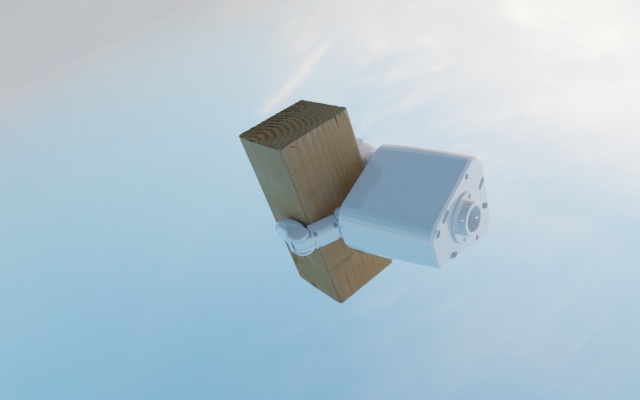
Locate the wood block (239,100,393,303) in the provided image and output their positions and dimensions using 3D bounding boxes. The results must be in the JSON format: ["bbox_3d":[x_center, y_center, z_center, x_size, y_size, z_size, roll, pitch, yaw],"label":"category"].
[{"bbox_3d":[0.000,0.002,0.545,0.091,0.206,0.090,-34,33,-23],"label":"wood block"}]
